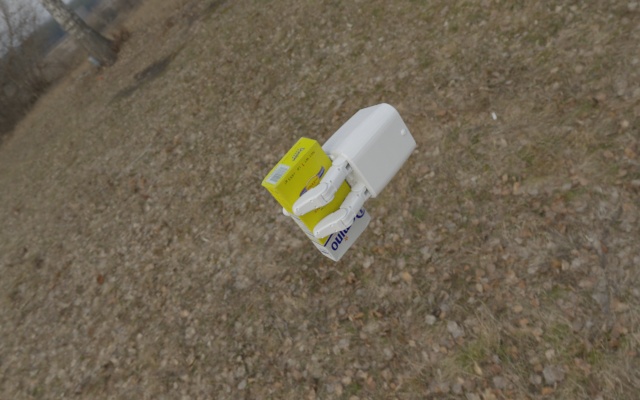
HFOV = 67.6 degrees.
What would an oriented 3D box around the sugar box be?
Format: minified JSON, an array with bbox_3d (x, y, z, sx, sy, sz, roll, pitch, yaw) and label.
[{"bbox_3d":[0.000,0.002,0.708,0.048,0.093,0.176,21,-24,53],"label":"sugar box"}]
